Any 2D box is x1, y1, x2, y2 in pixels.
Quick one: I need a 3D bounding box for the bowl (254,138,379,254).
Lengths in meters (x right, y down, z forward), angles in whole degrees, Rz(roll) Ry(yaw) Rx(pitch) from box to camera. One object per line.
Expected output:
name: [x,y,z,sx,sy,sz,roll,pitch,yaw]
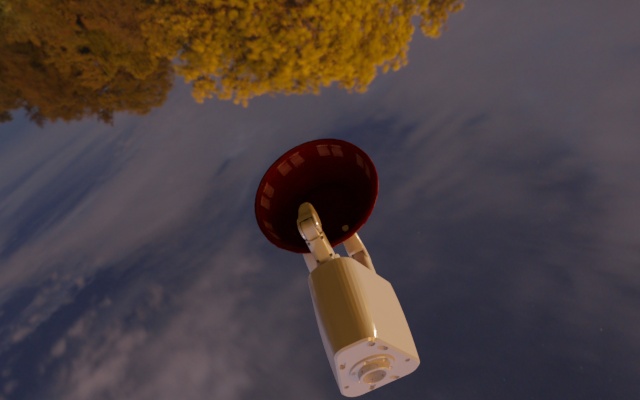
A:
bowl: [0.000,0.001,0.610,0.162,0.162,0.055,0,-28,21]
